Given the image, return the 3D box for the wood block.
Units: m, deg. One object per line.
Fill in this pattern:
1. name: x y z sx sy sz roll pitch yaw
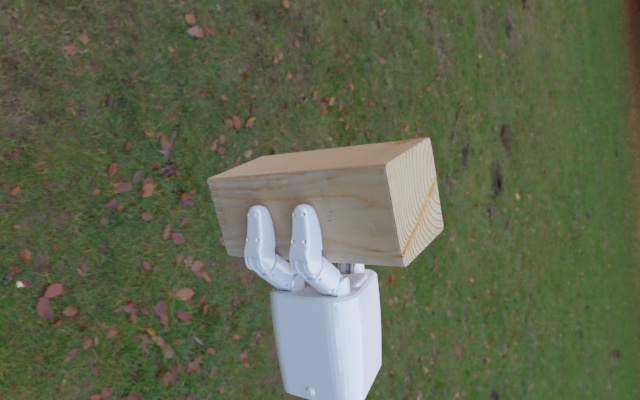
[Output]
1. wood block: 0.000 0.002 0.465 0.206 0.090 0.090 -2 18 37
